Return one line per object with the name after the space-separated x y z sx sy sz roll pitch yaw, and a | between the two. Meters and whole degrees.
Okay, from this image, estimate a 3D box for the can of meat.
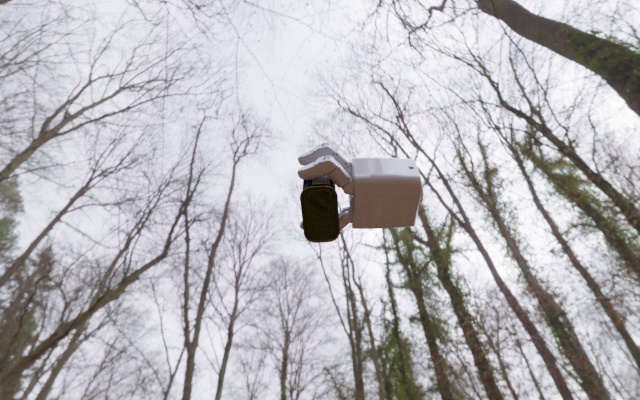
0.000 0.002 0.768 0.057 0.102 0.084 -4 30 3 | can of meat
